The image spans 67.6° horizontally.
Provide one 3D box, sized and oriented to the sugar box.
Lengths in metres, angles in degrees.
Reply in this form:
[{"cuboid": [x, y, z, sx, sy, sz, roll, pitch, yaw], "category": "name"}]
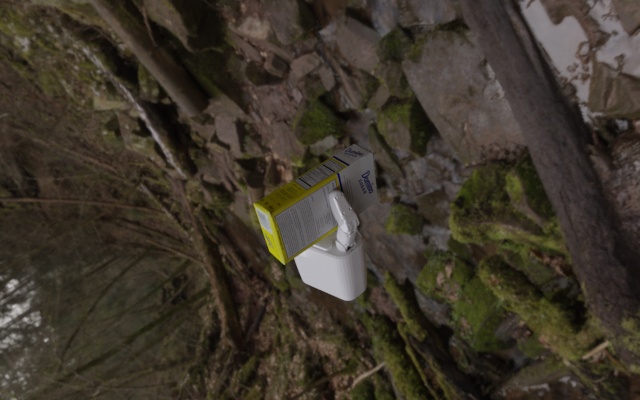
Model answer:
[{"cuboid": [0.000, 0.002, 0.665, 0.176, 0.093, 0.048, -34, 43, -25], "category": "sugar box"}]
